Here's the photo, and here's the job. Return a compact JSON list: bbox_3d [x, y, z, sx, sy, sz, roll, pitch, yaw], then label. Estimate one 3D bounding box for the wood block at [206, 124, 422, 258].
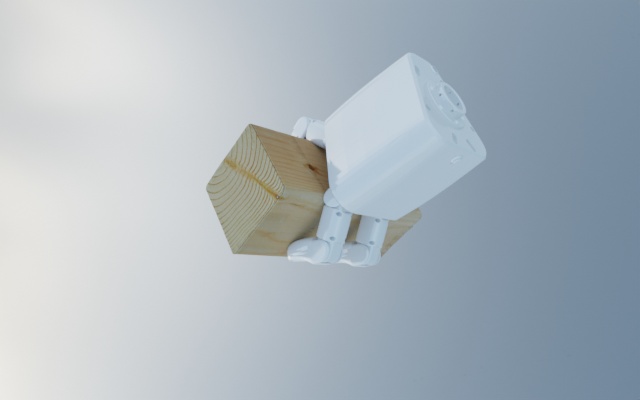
[{"bbox_3d":[0.000,0.001,0.506,0.206,0.090,0.090,11,-51,-44],"label":"wood block"}]
